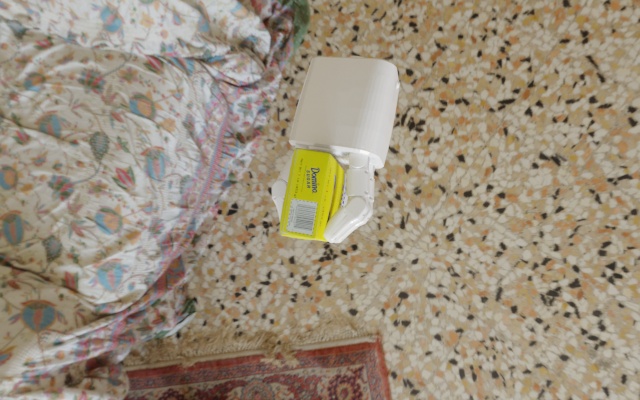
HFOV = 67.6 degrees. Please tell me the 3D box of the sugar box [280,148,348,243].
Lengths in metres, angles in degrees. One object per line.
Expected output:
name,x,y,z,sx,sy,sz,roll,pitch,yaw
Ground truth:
sugar box,0.001,0.002,0.571,0.048,0.093,0.176,10,-3,14
